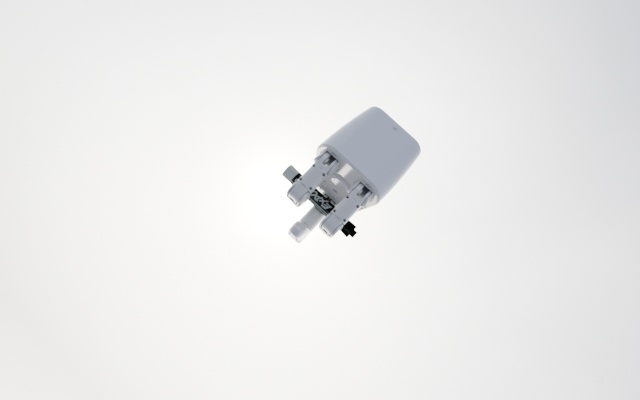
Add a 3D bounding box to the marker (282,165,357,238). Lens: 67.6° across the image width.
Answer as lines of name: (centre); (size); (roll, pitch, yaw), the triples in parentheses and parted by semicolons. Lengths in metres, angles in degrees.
marker: (0.000, 0.002, 0.605); (0.121, 0.020, 0.020); (44, 5, 5)
